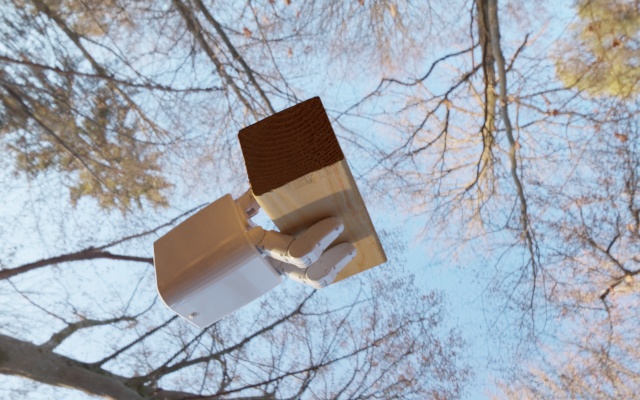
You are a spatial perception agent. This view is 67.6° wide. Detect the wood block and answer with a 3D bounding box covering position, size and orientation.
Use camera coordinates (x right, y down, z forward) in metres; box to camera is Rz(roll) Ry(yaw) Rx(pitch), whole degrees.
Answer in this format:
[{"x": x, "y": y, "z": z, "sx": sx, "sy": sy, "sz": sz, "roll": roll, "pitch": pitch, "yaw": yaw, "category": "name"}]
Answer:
[{"x": 0.000, "y": 0.002, "z": 0.519, "sx": 0.090, "sy": 0.090, "sz": 0.206, "roll": -23, "pitch": -37, "yaw": 4, "category": "wood block"}]
